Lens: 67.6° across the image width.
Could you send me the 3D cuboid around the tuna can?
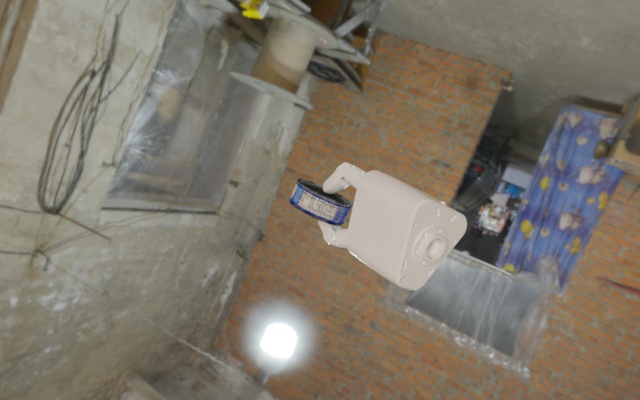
[{"bbox_3d":[0.000,0.003,0.673,0.086,0.034,0.086,24,10,-4],"label":"tuna can"}]
